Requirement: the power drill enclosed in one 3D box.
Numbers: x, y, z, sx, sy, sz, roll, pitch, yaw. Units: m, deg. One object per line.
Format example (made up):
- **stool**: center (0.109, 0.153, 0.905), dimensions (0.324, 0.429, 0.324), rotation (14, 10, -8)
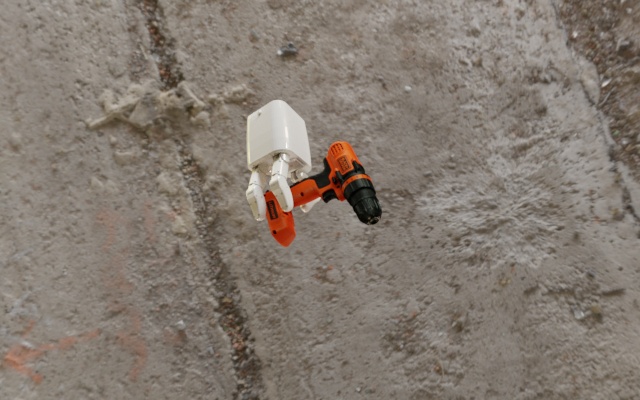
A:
- **power drill**: center (0.000, 0.003, 0.813), dimensions (0.187, 0.184, 0.057), rotation (-29, -43, 8)
